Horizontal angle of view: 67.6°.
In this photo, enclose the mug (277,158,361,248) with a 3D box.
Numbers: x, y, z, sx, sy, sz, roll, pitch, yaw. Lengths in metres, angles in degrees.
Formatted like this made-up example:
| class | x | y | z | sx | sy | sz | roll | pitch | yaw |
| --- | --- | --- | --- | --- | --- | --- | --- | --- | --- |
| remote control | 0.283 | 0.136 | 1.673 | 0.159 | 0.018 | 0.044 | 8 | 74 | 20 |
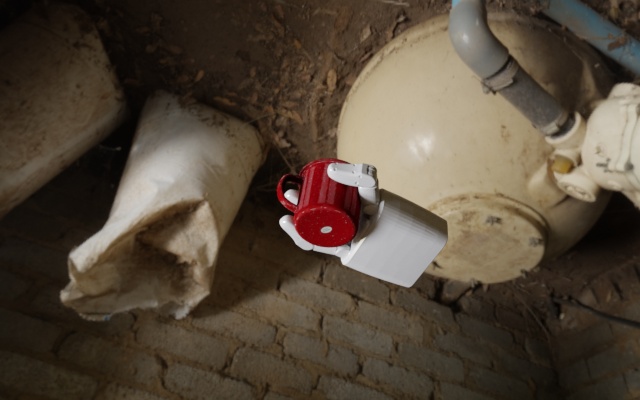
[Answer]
| class | x | y | z | sx | sy | sz | roll | pitch | yaw |
| --- | --- | --- | --- | --- | --- | --- | --- | --- | --- |
| mug | -0.001 | 0.002 | 0.613 | 0.117 | 0.081 | 0.093 | 22 | -45 | -13 |
